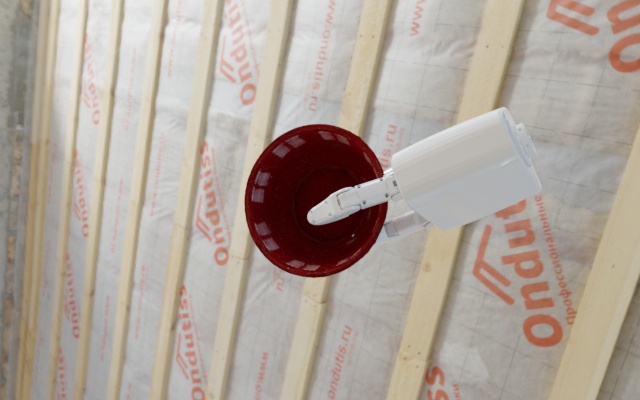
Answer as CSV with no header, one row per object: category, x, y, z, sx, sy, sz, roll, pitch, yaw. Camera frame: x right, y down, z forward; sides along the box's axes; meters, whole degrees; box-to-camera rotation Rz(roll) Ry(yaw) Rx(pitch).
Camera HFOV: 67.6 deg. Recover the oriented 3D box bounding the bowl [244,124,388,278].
bowl,-0.001,0.002,0.521,0.162,0.162,0.055,0,-6,21
